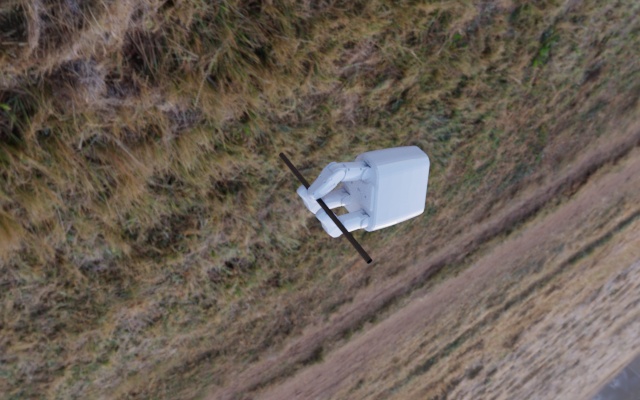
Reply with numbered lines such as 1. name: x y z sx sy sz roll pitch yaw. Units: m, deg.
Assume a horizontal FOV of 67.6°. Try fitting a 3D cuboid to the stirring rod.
1. stirring rod: 0.000 0.002 0.661 0.011 0.011 0.239 0 37 -39
